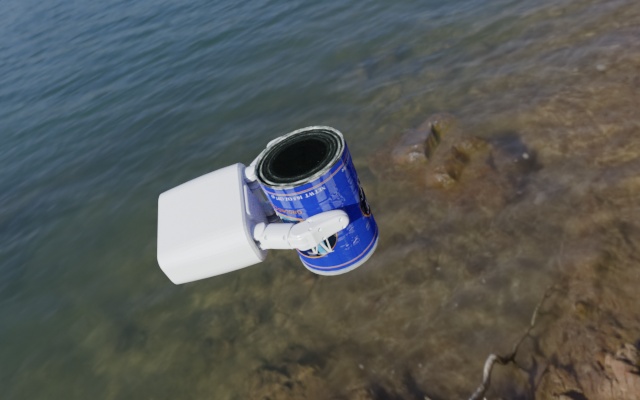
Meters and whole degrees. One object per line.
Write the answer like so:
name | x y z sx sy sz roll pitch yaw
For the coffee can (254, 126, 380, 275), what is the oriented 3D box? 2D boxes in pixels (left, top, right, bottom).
coffee can | 0.000 0.002 0.544 0.103 0.140 0.102 -15 39 12
